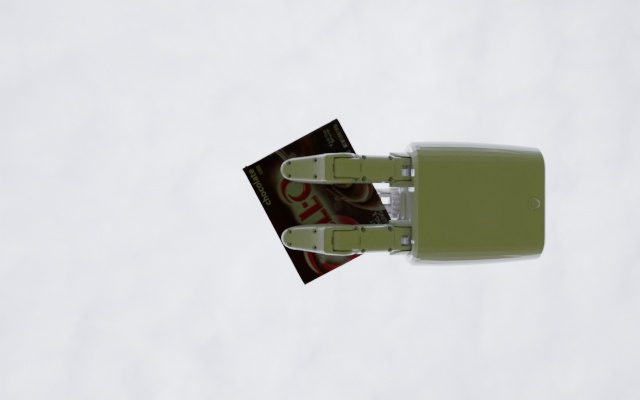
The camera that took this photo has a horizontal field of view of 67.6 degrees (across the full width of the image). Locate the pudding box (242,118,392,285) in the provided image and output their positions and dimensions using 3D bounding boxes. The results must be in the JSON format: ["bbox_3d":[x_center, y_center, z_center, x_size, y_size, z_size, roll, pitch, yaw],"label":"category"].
[{"bbox_3d":[0.000,0.001,0.408,0.090,0.113,0.039,-28,1,-1],"label":"pudding box"}]
